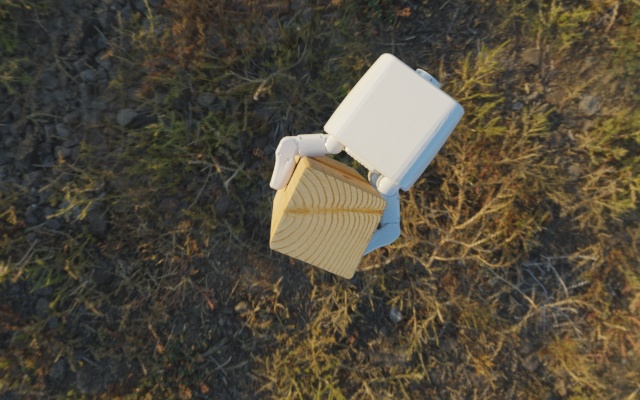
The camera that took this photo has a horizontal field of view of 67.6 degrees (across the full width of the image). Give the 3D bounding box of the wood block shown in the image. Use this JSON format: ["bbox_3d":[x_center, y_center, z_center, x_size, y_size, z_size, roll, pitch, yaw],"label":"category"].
[{"bbox_3d":[0.000,0.001,0.560,0.091,0.090,0.206,23,9,-9],"label":"wood block"}]
